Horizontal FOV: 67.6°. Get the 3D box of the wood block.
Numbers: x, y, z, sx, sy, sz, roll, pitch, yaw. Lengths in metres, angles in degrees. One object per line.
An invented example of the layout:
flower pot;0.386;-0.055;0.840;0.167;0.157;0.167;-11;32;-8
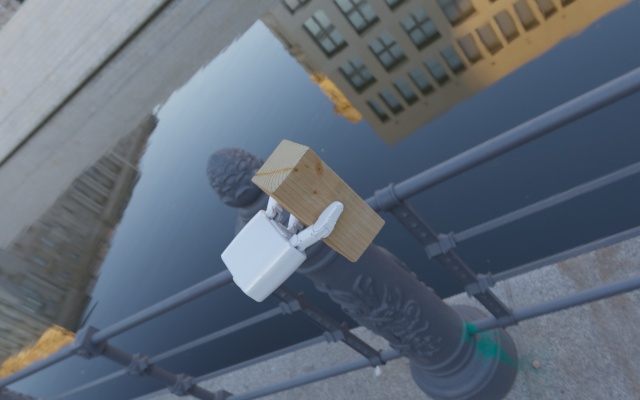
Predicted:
wood block;0.000;0.003;0.793;0.206;0.090;0.090;42;-8;-33
